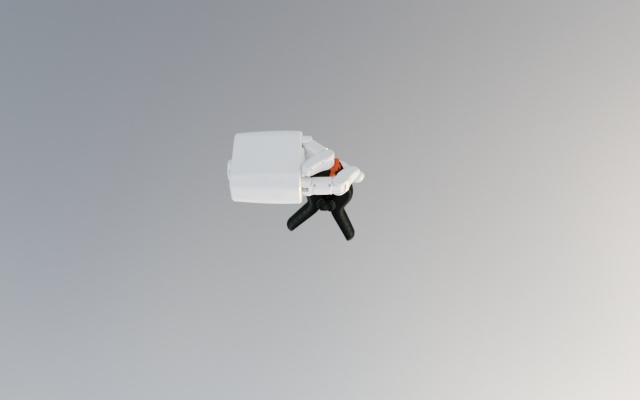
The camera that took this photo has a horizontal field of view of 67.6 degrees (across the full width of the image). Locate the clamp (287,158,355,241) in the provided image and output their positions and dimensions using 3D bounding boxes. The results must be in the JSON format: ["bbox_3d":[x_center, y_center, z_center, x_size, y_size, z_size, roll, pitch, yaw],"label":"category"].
[{"bbox_3d":[0.000,0.003,0.798,0.120,0.172,0.039,-1,41,0],"label":"clamp"}]
